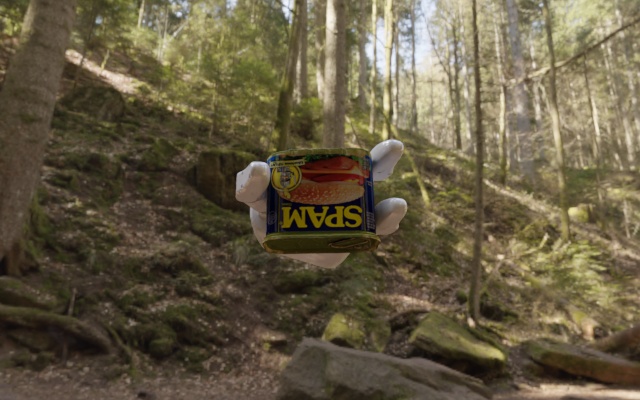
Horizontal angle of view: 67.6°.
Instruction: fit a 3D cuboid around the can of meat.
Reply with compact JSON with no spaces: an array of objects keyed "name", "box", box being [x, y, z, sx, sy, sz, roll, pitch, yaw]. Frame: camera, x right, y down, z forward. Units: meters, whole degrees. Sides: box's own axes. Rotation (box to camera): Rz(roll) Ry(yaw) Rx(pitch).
[{"name":"can of meat","box":[0.000,0.001,0.433,0.102,0.084,0.057,-1,-19,0]}]
